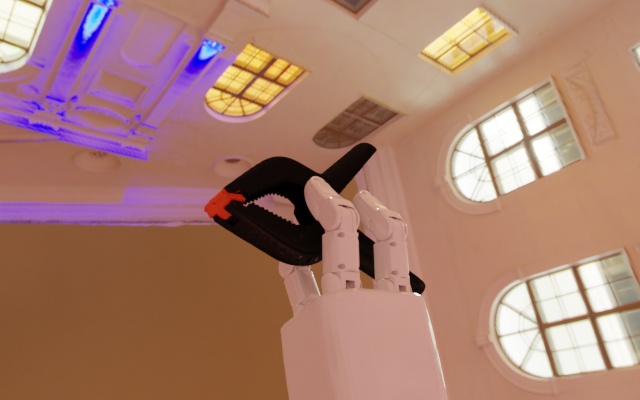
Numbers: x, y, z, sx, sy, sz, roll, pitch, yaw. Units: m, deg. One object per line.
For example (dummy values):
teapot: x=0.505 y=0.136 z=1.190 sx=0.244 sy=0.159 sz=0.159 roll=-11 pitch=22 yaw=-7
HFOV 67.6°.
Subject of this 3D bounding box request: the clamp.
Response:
clamp: x=-0.001 y=0.002 z=0.413 sx=0.210 sy=0.164 sz=0.036 roll=13 pitch=-36 yaw=-38
